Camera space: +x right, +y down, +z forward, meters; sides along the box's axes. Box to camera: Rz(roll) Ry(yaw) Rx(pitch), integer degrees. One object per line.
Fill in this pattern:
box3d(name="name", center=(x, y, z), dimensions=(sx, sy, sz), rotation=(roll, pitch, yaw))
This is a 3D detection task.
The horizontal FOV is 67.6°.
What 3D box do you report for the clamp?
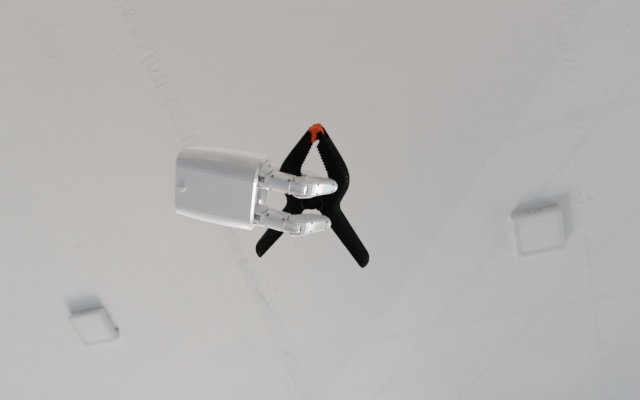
box3d(name="clamp", center=(0.000, 0.001, 0.652), dimensions=(0.164, 0.210, 0.036), rotation=(11, 26, 2))
